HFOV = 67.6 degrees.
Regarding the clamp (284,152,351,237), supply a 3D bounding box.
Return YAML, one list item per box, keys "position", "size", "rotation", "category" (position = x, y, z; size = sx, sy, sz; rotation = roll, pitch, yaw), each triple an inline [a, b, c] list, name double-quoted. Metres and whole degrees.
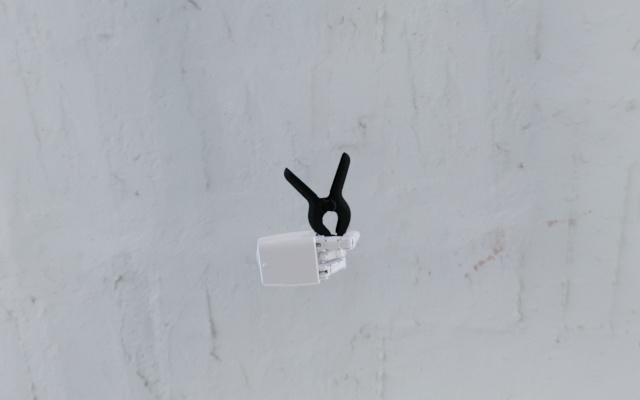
- position: [0.000, 0.003, 0.863]
  size: [0.120, 0.171, 0.039]
  rotation: [-5, 12, 1]
  category: "clamp"
